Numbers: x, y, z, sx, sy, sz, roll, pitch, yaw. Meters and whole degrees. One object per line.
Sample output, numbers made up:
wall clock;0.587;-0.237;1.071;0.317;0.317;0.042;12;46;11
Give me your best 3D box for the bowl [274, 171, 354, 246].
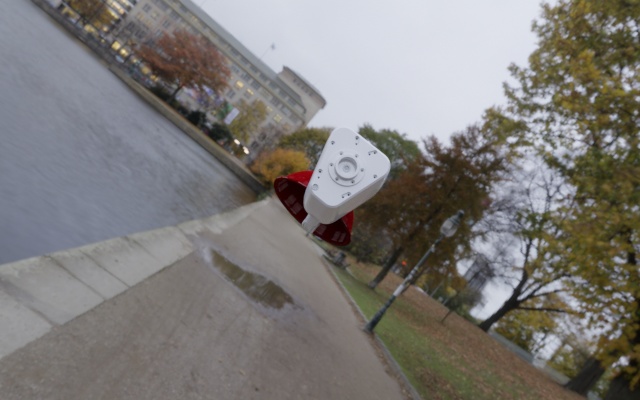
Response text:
bowl;0.000;0.003;0.798;0.162;0.055;0.162;34;-23;17
